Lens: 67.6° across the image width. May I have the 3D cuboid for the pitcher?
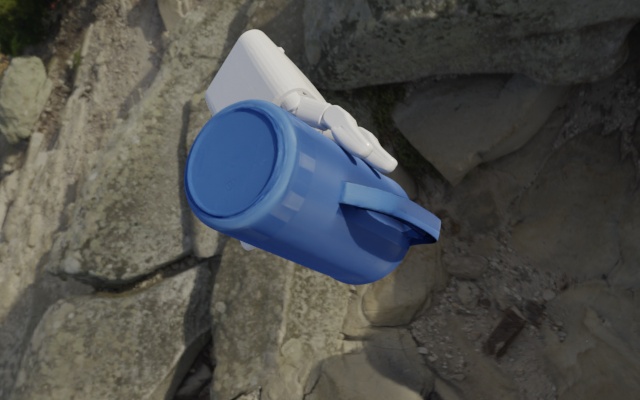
[{"bbox_3d":[0.000,0.001,0.455,0.149,0.145,0.243,-39,-30,14],"label":"pitcher"}]
